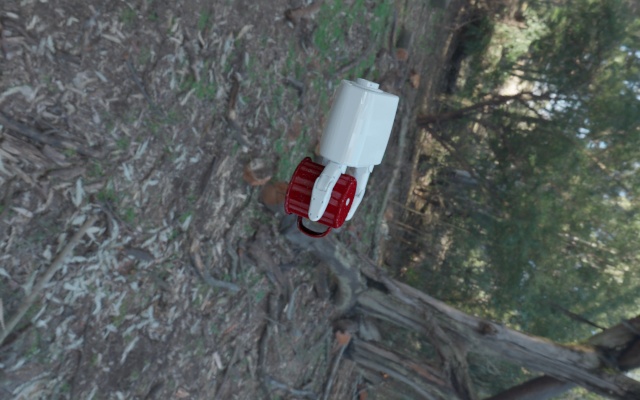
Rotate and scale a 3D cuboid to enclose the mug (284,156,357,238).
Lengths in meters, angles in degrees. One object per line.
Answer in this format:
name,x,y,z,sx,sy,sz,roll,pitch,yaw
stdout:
mug,0.000,0.004,0.710,0.081,0.117,0.093,21,20,14
